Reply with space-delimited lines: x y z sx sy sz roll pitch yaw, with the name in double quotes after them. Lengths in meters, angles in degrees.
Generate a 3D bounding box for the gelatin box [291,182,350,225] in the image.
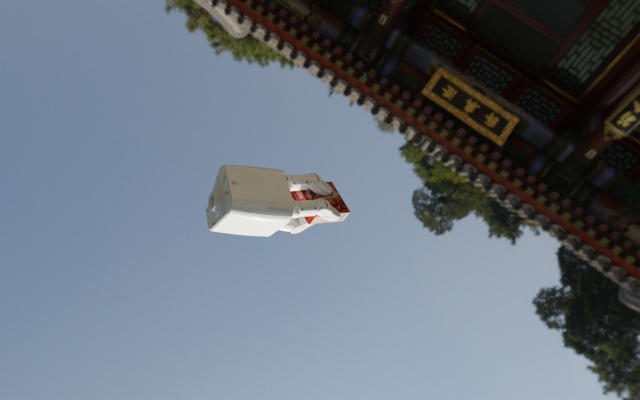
0.000 0.003 0.848 0.089 0.073 0.030 -3 -37 -43 "gelatin box"
